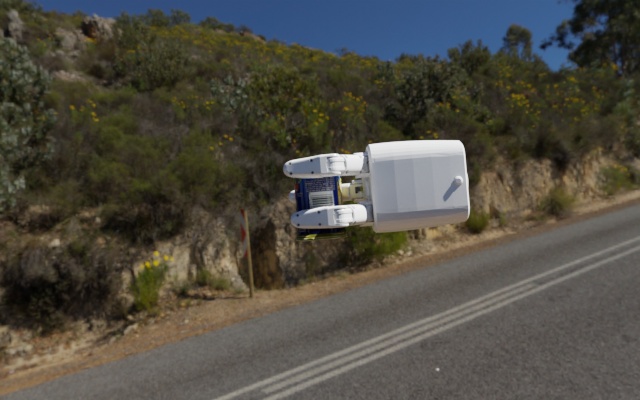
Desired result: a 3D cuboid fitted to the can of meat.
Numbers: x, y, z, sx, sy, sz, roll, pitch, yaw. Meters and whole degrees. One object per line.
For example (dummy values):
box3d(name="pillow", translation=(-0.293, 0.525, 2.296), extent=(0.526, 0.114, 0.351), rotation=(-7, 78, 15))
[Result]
box3d(name="can of meat", translation=(0.000, 0.002, 0.563), extent=(0.057, 0.084, 0.102), rotation=(-5, 0, 4))
